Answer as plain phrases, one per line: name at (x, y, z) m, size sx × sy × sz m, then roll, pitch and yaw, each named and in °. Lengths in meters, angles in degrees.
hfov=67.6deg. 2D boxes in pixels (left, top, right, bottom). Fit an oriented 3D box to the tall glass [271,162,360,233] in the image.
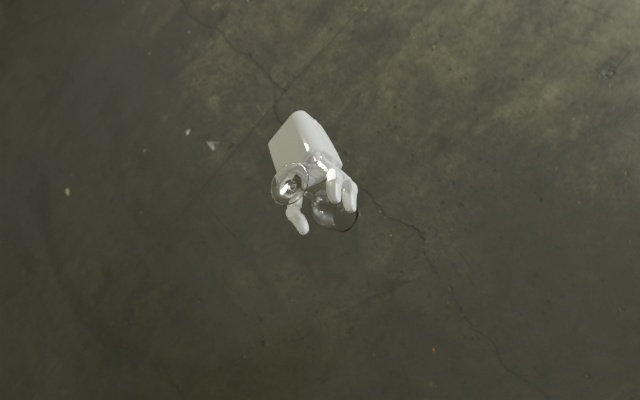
tall glass at (0.000, 0.003, 0.855) m, size 0.079 × 0.079 × 0.201 m, roll 0°, pitch -18°, yaw 33°
